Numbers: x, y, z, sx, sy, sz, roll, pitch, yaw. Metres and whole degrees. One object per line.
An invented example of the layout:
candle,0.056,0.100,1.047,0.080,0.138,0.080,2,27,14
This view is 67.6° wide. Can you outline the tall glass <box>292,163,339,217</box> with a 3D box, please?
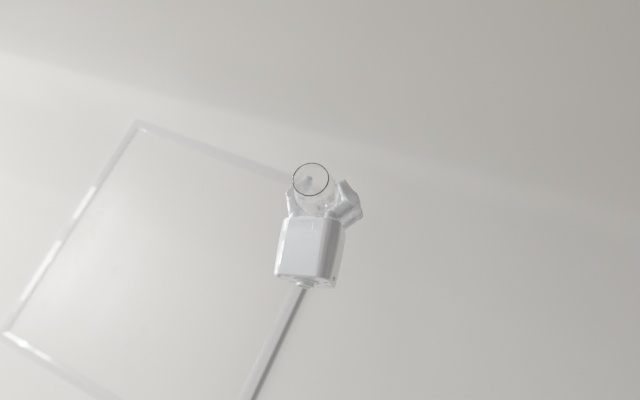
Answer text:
tall glass,0.000,0.003,0.875,0.079,0.079,0.201,0,-23,11
